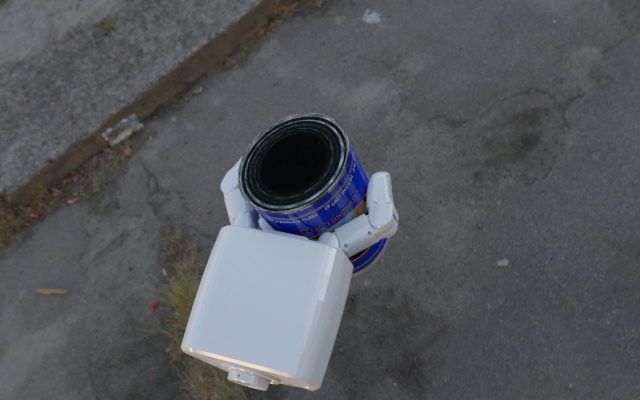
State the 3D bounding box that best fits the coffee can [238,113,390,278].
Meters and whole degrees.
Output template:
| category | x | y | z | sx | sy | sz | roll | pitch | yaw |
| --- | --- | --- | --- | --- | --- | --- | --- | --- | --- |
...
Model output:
| category | x | y | z | sx | sy | sz | roll | pitch | yaw |
| --- | --- | --- | --- | --- | --- | --- | --- | --- | --- |
| coffee can | 0.000 | 0.001 | 0.454 | 0.103 | 0.102 | 0.140 | 0 | -31 | 24 |
